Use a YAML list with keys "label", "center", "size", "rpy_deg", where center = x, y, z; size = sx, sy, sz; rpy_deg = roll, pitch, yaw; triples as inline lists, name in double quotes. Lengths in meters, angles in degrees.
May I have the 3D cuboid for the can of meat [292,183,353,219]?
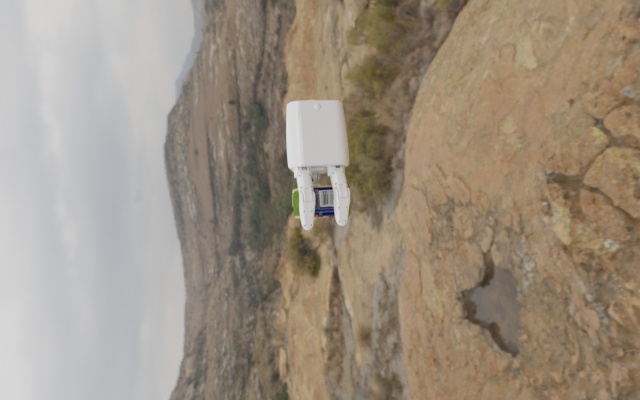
- label: "can of meat"
  center: [0.000, 0.003, 0.802]
  size: [0.084, 0.057, 0.102]
  rpy_deg: [-3, -1, -11]
